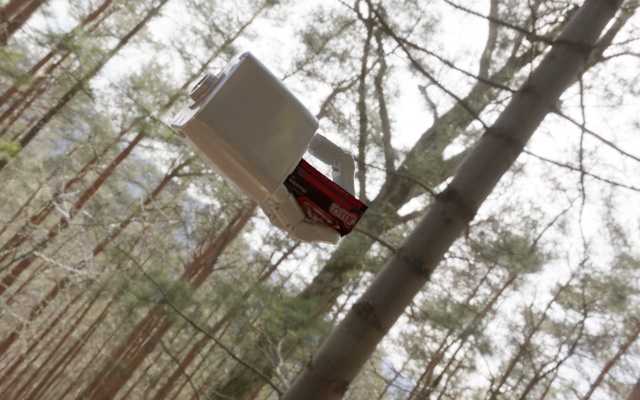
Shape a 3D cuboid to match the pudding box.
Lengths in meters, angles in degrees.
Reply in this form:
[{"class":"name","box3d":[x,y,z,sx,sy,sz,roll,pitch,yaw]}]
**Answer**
[{"class":"pudding box","box3d":[0.000,0.002,0.539,0.090,0.039,0.113,38,-8,1]}]
